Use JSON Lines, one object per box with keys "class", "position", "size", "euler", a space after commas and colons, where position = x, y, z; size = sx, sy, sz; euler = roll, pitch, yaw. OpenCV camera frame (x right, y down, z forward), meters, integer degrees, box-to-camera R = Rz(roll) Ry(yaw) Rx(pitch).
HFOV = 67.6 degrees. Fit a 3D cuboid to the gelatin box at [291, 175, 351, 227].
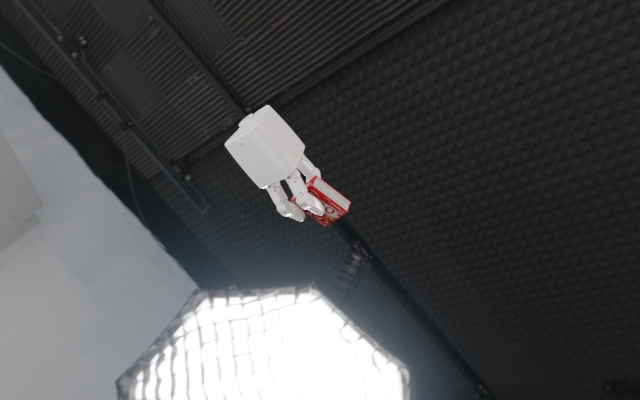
{"class": "gelatin box", "position": [0.001, 0.003, 0.897], "size": [0.089, 0.030, 0.073], "euler": [36, -42, -15]}
